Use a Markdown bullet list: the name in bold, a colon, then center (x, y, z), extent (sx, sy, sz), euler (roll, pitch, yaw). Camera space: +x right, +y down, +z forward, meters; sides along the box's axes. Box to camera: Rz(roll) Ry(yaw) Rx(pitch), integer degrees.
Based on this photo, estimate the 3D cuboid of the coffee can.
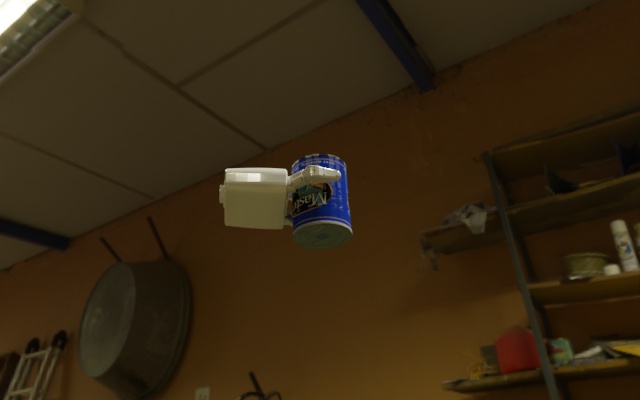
- **coffee can**: center (0.000, 0.003, 0.850), extent (0.103, 0.140, 0.103), euler (-2, -29, -1)
